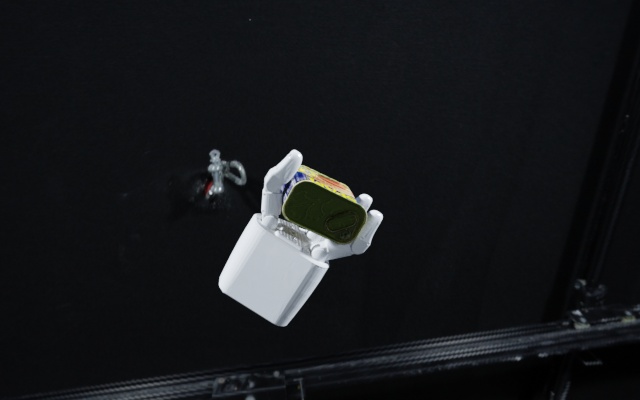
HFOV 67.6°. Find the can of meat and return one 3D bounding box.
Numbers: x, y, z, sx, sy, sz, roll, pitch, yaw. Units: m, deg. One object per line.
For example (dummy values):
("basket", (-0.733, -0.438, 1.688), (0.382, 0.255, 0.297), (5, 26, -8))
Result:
("can of meat", (0.000, 0.002, 0.611), (0.102, 0.057, 0.084), (25, 14, -16))
